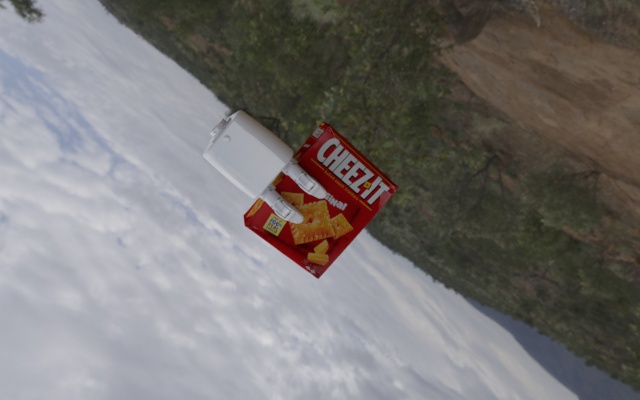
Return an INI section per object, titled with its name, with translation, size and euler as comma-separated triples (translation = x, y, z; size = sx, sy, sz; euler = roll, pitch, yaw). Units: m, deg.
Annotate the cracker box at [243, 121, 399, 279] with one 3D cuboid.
[cracker box]
translation = 0.000, 0.003, 0.806
size = 0.164, 0.214, 0.072
euler = 40, 5, -18
